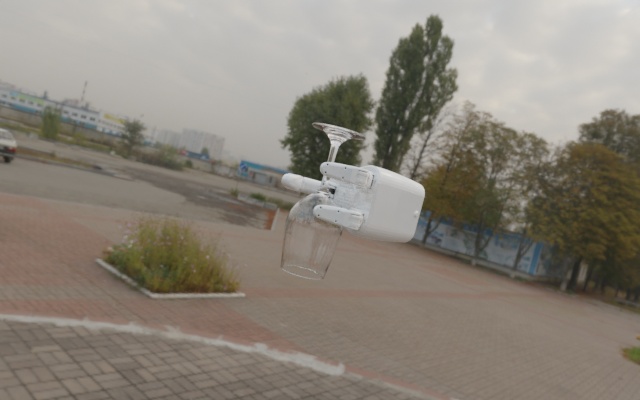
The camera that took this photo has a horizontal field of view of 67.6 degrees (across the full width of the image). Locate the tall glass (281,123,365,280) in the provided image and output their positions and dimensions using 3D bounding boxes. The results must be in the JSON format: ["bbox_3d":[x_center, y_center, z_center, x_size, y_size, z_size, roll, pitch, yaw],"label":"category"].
[{"bbox_3d":[0.000,0.001,0.648,0.079,0.201,0.079,15,2,0],"label":"tall glass"}]
